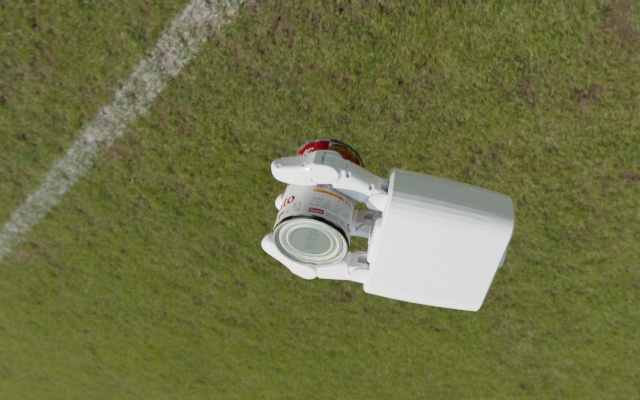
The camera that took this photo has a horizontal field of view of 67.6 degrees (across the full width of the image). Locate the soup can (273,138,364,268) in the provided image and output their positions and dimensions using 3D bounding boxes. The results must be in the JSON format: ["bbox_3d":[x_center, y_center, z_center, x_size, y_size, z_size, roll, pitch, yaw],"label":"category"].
[{"bbox_3d":[0.000,0.001,0.434,0.068,0.102,0.069,7,-43,7],"label":"soup can"}]
